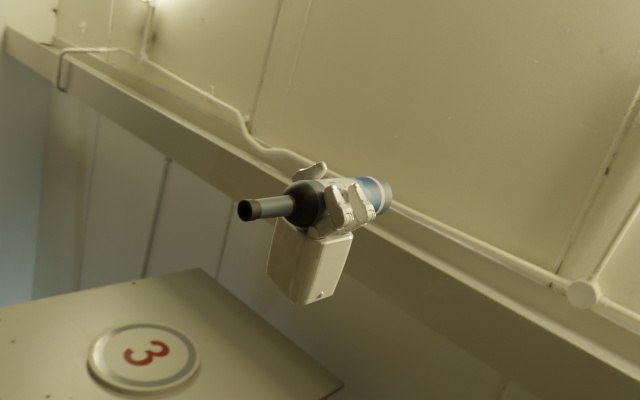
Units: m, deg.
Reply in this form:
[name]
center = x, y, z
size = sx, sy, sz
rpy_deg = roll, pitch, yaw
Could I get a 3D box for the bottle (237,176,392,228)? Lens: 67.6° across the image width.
[bottle]
center = 0.000, 0.002, 0.697
size = 0.069, 0.069, 0.295
rpy_deg = 0, 4, 40
